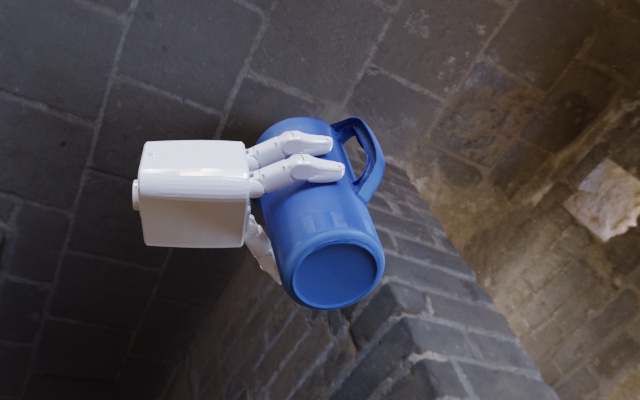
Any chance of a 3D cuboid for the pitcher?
[{"bbox_3d":[0.000,0.002,0.566,0.145,0.149,0.242,0,33,-14],"label":"pitcher"}]
